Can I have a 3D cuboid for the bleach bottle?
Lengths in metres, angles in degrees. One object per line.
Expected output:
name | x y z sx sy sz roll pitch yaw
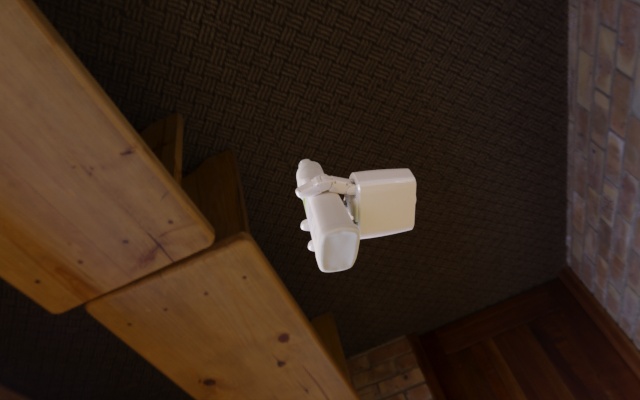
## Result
bleach bottle | 0.000 0.003 0.841 0.068 0.103 0.250 -6 41 -12
